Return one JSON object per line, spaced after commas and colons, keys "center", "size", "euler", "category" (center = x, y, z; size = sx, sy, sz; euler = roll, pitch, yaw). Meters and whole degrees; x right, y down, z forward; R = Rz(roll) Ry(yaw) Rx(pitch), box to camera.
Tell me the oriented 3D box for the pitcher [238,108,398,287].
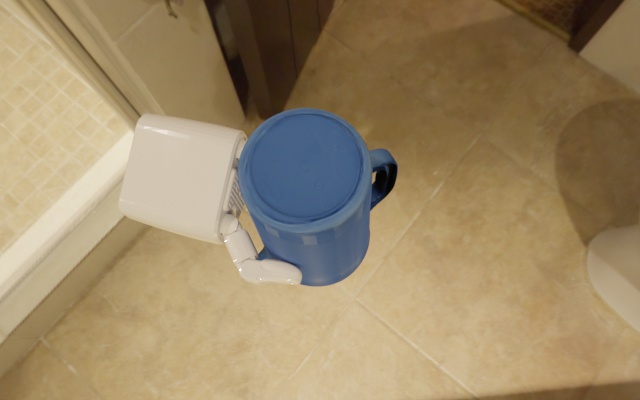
{"center": [0.000, 0.002, 0.486], "size": [0.145, 0.149, 0.243], "euler": [13, -16, 6], "category": "pitcher"}
